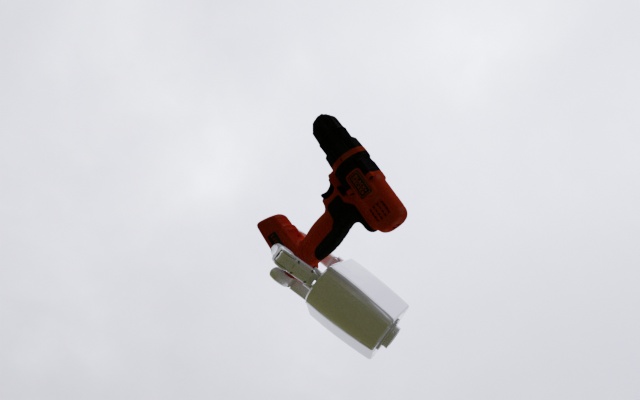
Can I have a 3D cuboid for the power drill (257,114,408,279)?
[{"bbox_3d":[0.000,0.003,0.644,0.188,0.184,0.057,-43,-22,24],"label":"power drill"}]
